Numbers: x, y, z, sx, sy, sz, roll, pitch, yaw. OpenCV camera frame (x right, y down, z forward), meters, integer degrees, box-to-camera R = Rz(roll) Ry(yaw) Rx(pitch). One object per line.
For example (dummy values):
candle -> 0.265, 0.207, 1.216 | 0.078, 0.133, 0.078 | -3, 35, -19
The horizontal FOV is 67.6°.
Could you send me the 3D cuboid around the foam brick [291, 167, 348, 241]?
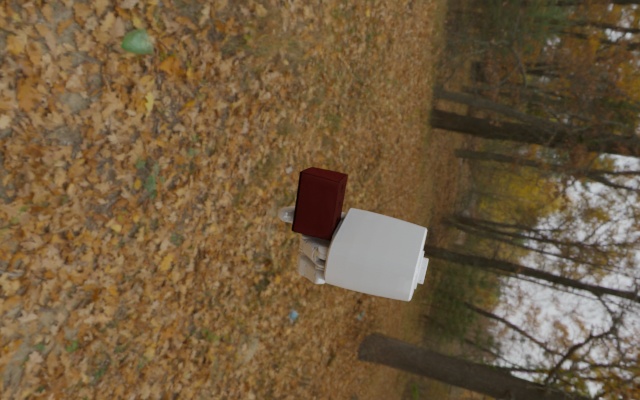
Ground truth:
foam brick -> 0.000, 0.002, 0.600 | 0.051, 0.078, 0.053 | 12, 16, 13
